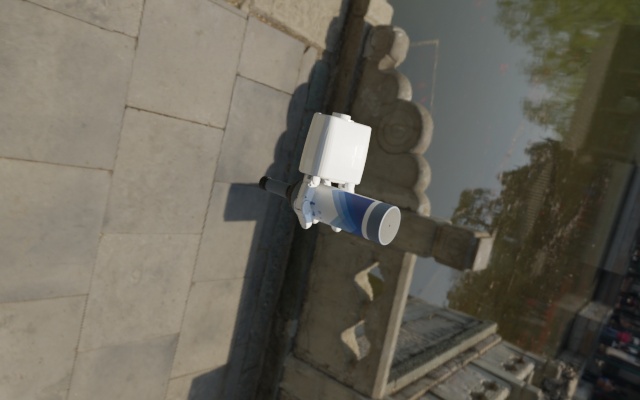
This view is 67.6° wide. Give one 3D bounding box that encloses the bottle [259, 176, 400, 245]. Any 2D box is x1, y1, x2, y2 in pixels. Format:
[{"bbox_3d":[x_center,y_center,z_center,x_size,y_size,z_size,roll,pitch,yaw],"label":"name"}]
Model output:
[{"bbox_3d":[0.000,0.003,0.866,0.295,0.069,0.069,19,11,35],"label":"bottle"}]
